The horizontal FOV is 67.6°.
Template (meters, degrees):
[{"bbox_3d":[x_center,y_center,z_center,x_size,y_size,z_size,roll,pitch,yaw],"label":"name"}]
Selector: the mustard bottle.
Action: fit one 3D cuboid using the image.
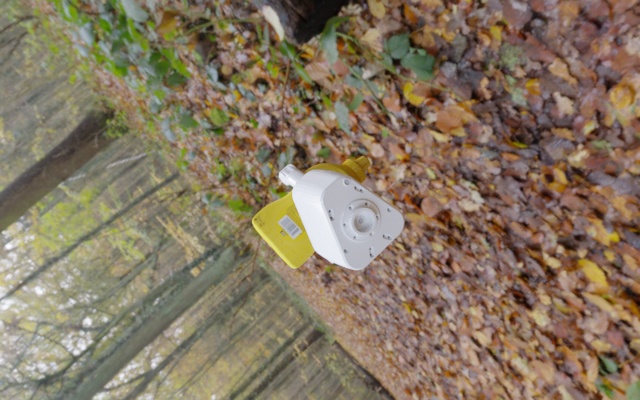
[{"bbox_3d":[0.000,0.002,0.699,0.191,0.096,0.058,-42,-8,-11],"label":"mustard bottle"}]
